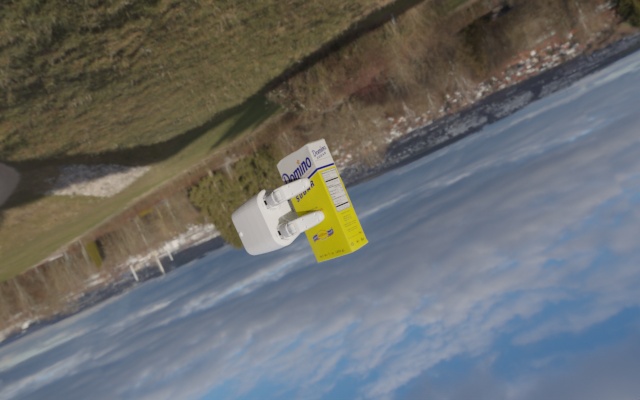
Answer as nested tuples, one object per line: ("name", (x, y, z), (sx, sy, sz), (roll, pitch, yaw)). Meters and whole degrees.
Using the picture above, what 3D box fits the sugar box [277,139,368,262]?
("sugar box", (0.000, 0.003, 0.749), (0.048, 0.176, 0.093), (-25, 0, -41))
